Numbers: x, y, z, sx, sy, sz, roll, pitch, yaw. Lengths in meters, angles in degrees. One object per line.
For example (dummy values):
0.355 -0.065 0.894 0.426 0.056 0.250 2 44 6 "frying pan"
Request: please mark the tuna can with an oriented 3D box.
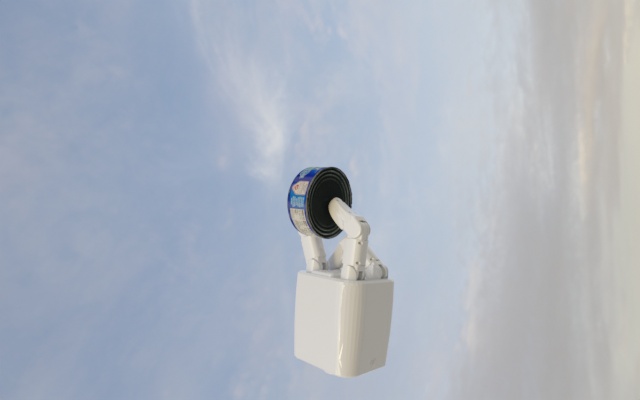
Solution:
0.000 0.002 0.573 0.034 0.086 0.086 5 3 40 "tuna can"
